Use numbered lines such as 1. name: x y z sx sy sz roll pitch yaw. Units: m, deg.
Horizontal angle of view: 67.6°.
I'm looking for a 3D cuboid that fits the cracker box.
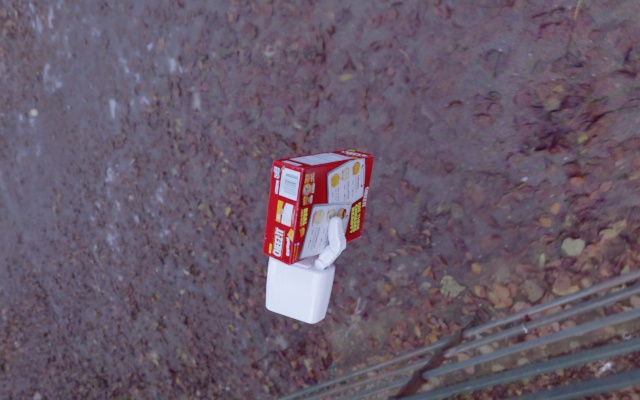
1. cracker box: 0.000 0.003 0.831 0.072 0.164 0.213 19 21 32
